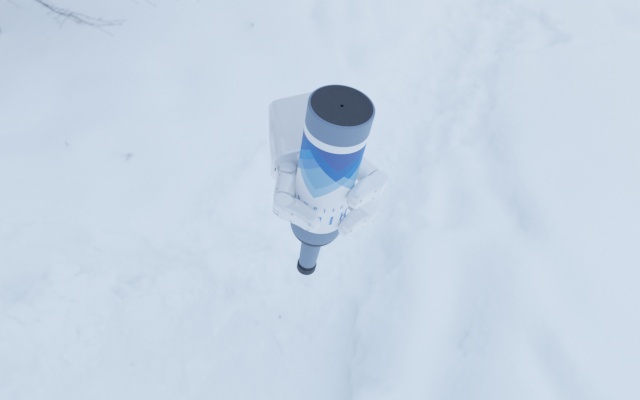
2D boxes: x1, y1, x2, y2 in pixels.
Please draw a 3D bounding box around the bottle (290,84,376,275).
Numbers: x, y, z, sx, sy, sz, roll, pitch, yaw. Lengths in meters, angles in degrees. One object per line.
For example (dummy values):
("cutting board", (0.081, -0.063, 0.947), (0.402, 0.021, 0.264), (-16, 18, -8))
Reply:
("bottle", (0.000, 0.002, 0.571), (0.069, 0.069, 0.296), (0, -40, -11))
